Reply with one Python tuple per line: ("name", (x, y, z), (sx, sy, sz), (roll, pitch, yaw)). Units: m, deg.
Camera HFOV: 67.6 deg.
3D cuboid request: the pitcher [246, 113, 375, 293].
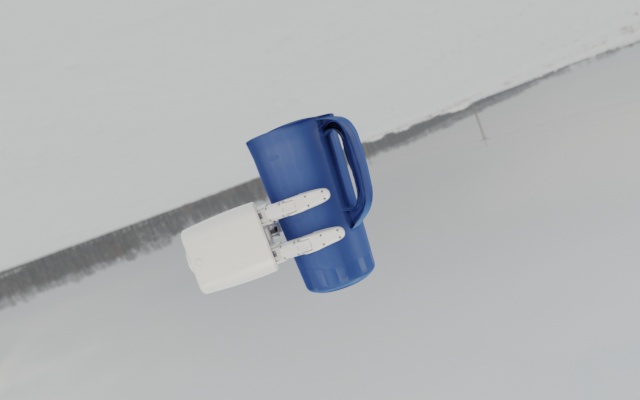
("pitcher", (0.000, 0.002, 0.687), (0.145, 0.243, 0.149), (-20, 5, -4))
